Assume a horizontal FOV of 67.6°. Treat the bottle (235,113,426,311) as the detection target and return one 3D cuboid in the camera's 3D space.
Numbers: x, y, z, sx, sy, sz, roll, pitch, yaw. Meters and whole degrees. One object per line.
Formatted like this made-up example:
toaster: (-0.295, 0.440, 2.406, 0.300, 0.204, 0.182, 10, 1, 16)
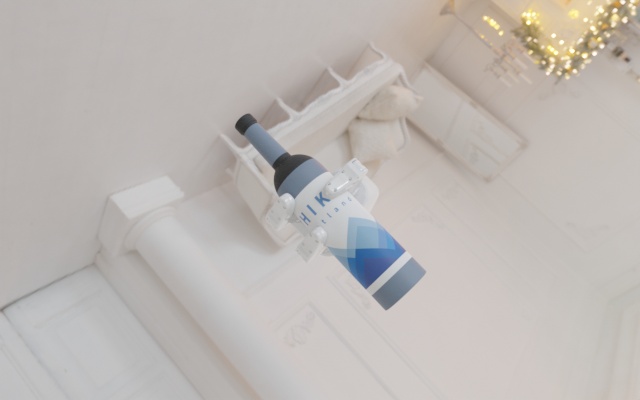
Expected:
bottle: (0.000, 0.002, 0.585, 0.069, 0.295, 0.069, -42, -11, -10)
